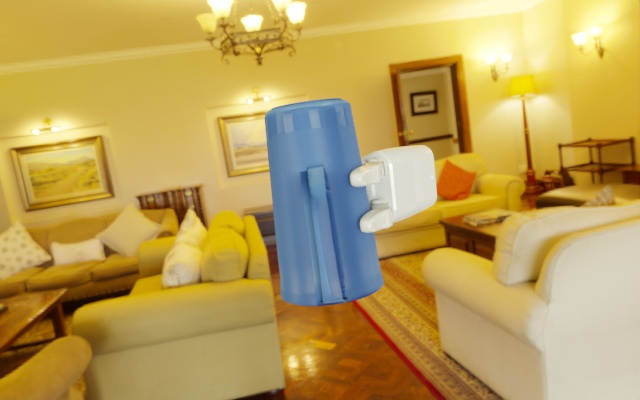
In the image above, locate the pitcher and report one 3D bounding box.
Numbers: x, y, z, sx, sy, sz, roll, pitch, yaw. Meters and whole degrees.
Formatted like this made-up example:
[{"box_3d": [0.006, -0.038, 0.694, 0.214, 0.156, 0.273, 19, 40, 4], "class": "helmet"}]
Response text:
[{"box_3d": [0.000, 0.002, 0.591, 0.145, 0.243, 0.149, -15, 10, -42], "class": "pitcher"}]
